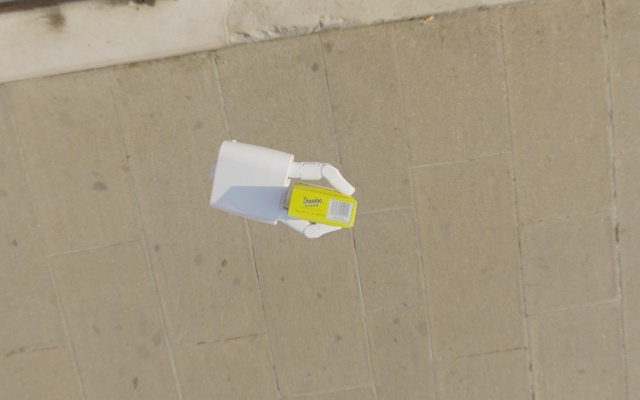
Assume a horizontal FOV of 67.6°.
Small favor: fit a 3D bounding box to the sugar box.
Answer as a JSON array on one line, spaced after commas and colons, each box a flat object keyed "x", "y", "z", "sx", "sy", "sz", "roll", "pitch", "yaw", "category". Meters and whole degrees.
[{"x": 0.000, "y": 0.002, "z": 0.737, "sx": 0.093, "sy": 0.048, "sz": 0.176, "roll": 11, "pitch": 7, "yaw": -3, "category": "sugar box"}]
